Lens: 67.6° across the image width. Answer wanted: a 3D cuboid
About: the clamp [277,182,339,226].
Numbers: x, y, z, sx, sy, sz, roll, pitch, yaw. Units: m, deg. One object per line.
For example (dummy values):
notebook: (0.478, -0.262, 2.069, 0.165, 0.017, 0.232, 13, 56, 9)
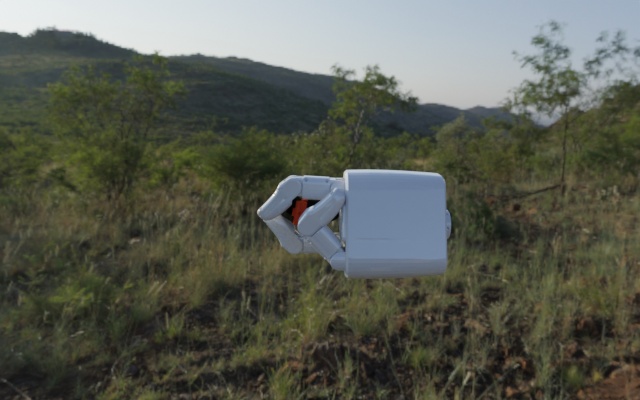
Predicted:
clamp: (0.000, 0.001, 0.597, 0.120, 0.039, 0.171, 0, 12, 0)
